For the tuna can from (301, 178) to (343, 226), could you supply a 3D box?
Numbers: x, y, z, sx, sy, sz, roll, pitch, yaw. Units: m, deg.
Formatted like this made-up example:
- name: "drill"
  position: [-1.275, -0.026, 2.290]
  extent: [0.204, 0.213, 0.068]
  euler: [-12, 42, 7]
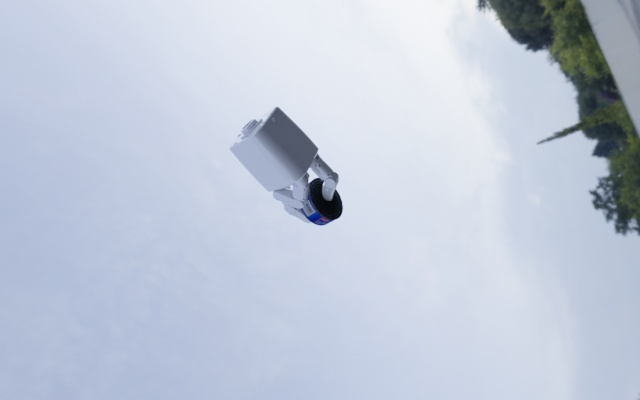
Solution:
- name: "tuna can"
  position: [0.000, 0.003, 0.886]
  extent: [0.034, 0.086, 0.086]
  euler: [-31, -20, 37]
